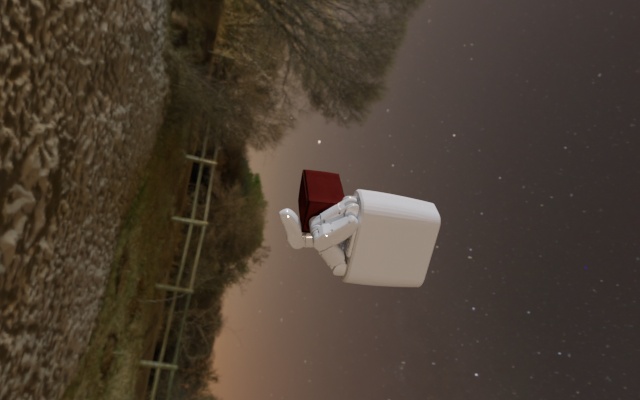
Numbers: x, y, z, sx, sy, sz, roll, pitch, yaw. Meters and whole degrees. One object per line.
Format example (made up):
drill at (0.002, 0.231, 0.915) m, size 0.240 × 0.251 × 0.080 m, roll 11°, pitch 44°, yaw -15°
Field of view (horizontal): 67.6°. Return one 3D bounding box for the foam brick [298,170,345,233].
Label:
foam brick at (0.000, 0.002, 0.641) m, size 0.051 × 0.053 × 0.078 m, roll 5°, pitch 35°, yaw -10°
